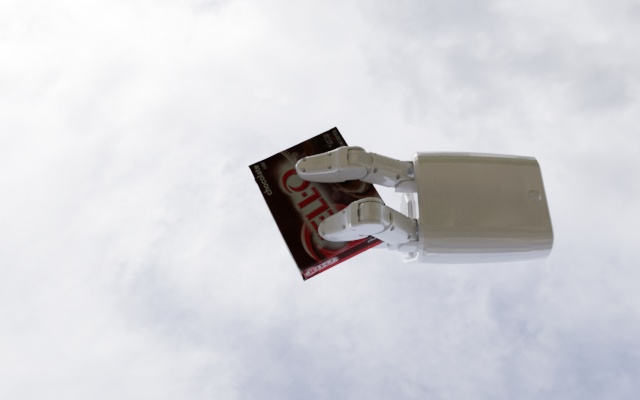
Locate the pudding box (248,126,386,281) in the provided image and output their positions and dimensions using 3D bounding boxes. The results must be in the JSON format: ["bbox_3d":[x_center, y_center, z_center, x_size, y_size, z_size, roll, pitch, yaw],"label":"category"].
[{"bbox_3d":[0.000,0.001,0.422,0.090,0.113,0.039,-25,-25,-10],"label":"pudding box"}]
